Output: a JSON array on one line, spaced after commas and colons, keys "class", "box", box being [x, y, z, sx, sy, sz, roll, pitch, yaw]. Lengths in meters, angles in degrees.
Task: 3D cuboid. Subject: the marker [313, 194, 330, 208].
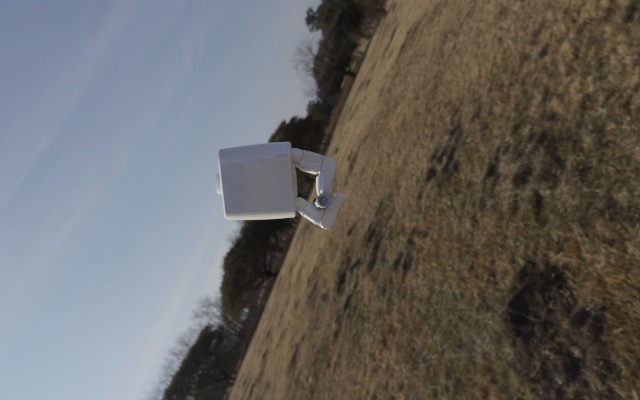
[{"class": "marker", "box": [0.000, 0.002, 0.708, 0.020, 0.020, 0.121, 0, -2, -4]}]
